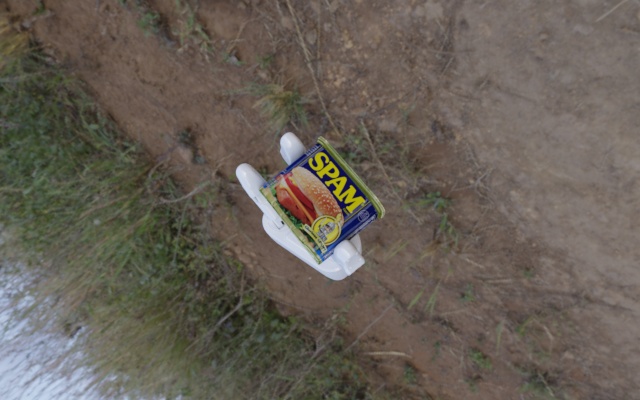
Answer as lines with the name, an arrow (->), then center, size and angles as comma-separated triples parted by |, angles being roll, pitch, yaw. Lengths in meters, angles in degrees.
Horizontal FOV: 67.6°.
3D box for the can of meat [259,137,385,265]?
can of meat -> 0.000, 0.002, 0.483 | 0.084, 0.102, 0.057 | -39, -12, -5
